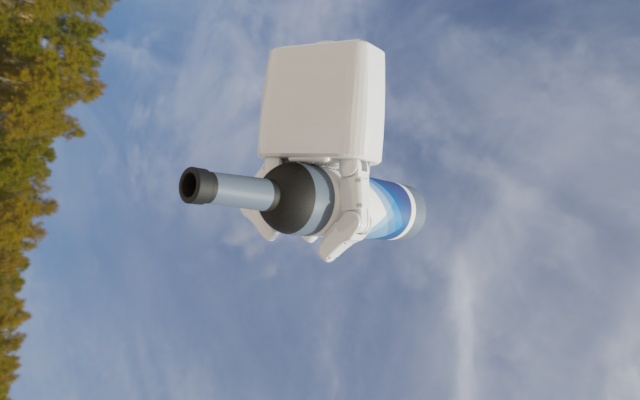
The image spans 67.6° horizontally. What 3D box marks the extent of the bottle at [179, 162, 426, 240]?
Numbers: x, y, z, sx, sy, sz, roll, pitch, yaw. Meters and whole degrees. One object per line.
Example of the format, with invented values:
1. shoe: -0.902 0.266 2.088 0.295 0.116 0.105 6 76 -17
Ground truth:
1. bottle: 0.000 0.002 0.460 0.069 0.069 0.296 0 -5 41
